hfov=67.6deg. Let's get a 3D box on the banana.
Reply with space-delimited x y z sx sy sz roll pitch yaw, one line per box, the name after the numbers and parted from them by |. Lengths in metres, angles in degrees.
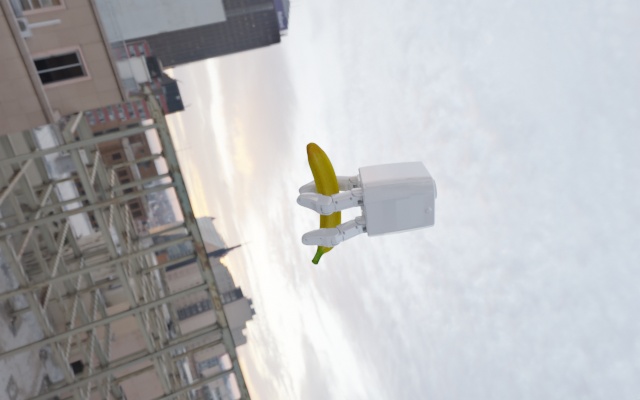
0.008 0.001 0.760 0.037 0.198 0.069 3 17 23 | banana
